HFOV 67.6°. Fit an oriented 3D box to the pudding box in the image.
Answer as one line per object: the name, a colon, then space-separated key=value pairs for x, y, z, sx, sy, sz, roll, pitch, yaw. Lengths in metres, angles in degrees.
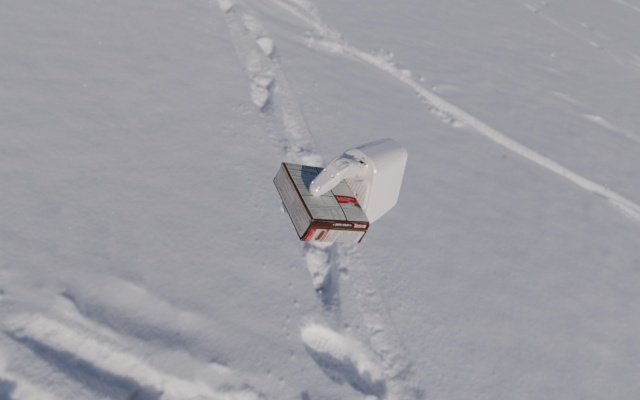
pudding box: x=0.000 y=0.002 z=0.608 sx=0.090 sy=0.039 sz=0.113 roll=4 pitch=38 yaw=-32
